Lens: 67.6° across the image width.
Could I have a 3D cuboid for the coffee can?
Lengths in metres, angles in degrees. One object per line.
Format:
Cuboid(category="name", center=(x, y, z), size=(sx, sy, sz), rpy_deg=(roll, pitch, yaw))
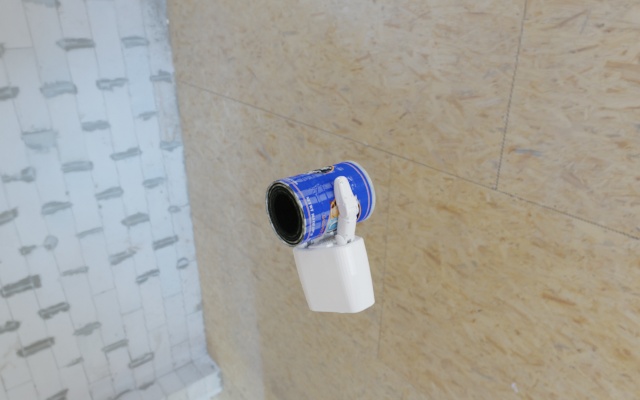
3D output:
Cuboid(category="coffee can", center=(0.000, 0.002, 0.744), size=(0.140, 0.103, 0.103), rpy_deg=(-18, 11, -35))
